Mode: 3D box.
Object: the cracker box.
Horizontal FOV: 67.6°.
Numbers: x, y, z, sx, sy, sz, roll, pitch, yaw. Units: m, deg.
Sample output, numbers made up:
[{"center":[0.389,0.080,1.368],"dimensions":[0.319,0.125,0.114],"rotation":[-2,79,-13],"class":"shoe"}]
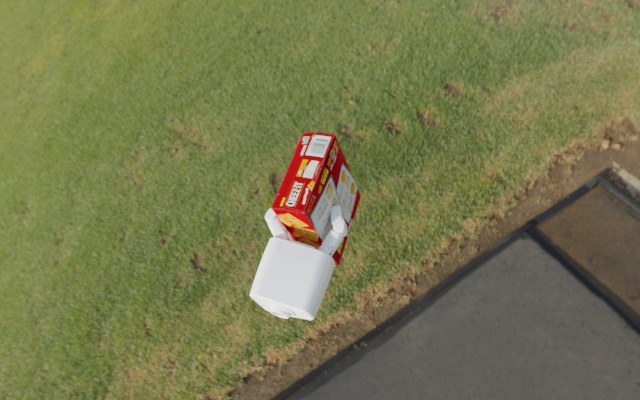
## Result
[{"center":[0.000,0.003,0.885],"dimensions":[0.072,0.164,0.214],"rotation":[9,-28,23],"class":"cracker box"}]
